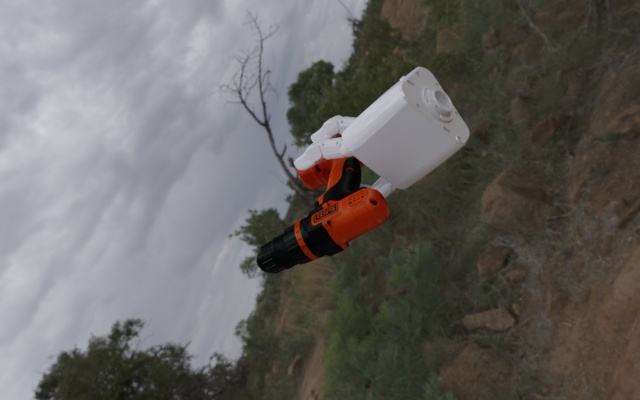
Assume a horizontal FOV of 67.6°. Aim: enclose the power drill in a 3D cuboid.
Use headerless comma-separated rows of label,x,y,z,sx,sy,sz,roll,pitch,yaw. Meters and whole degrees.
power drill,0.000,0.002,0.638,0.184,0.057,0.187,-26,33,20
